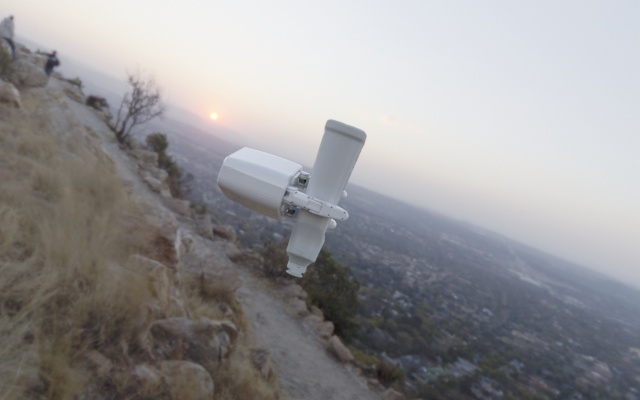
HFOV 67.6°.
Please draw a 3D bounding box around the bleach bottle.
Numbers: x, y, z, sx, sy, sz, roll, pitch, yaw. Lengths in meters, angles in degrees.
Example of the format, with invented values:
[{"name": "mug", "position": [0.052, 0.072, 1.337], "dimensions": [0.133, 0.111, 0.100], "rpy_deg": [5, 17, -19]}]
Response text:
[{"name": "bleach bottle", "position": [0.000, 0.002, 0.762], "dimensions": [0.068, 0.251, 0.102], "rpy_deg": [21, 2, 4]}]
